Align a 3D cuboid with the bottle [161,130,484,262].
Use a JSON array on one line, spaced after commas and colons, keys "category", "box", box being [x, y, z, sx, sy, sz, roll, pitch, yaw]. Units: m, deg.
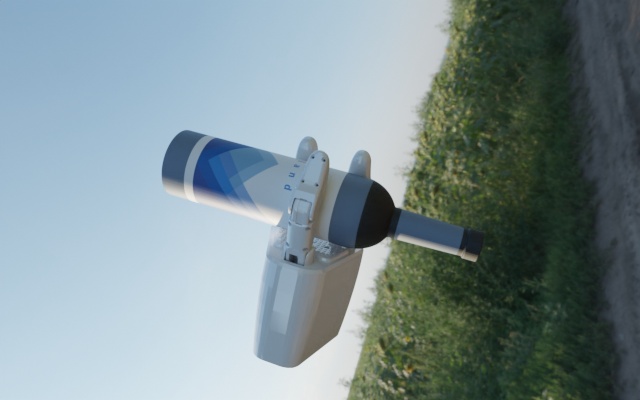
[{"category": "bottle", "box": [0.000, 0.001, 0.444, 0.295, 0.069, 0.069, 16, 3, 11]}]
